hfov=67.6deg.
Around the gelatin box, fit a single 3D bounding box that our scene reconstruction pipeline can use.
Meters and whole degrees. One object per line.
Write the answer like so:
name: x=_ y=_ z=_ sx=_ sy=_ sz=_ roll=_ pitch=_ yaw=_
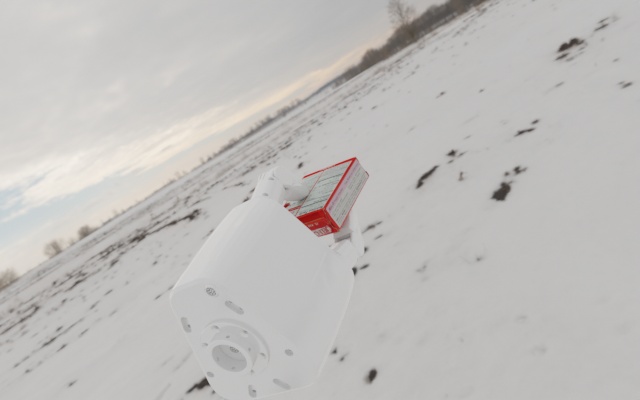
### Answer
gelatin box: x=0.000 y=0.001 z=0.473 sx=0.073 sy=0.030 sz=0.089 roll=-19 pitch=28 yaw=39
